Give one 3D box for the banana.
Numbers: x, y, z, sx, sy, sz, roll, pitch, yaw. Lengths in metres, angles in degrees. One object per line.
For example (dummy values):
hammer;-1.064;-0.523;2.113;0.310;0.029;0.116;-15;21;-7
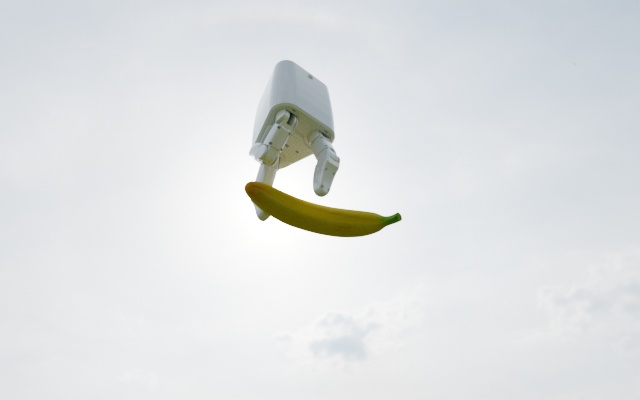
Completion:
banana;-0.002;0.014;0.601;0.198;0.037;0.070;10;-42;-14
